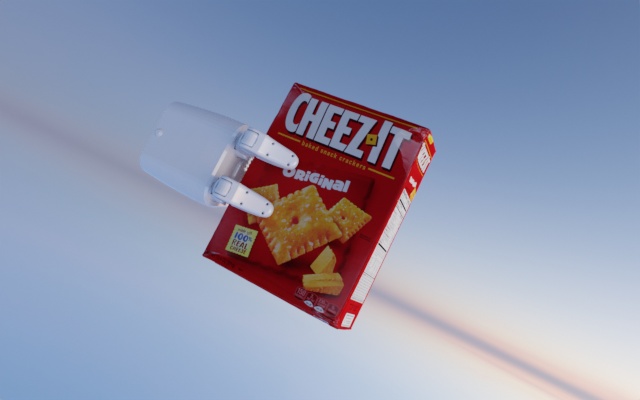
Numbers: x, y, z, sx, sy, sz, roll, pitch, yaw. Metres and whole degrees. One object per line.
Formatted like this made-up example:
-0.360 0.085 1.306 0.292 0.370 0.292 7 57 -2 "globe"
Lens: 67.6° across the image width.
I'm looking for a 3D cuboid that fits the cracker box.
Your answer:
0.000 0.002 0.502 0.164 0.213 0.072 24 -7 21 "cracker box"
